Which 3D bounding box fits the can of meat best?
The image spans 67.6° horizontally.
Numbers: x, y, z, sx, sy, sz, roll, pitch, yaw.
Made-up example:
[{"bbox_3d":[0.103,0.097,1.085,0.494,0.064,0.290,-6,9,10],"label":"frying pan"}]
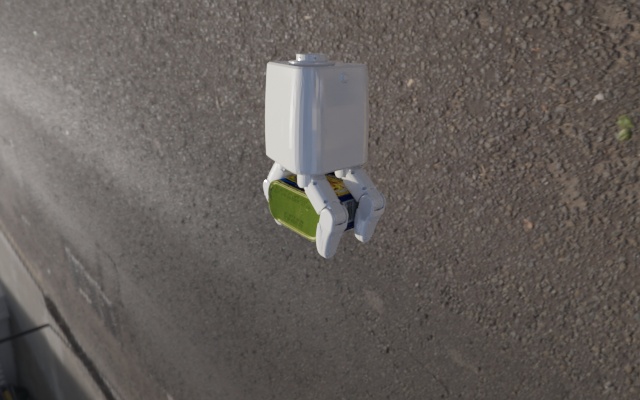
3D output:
[{"bbox_3d":[0.000,0.002,0.557,0.084,0.057,0.102,-16,29,-40],"label":"can of meat"}]
